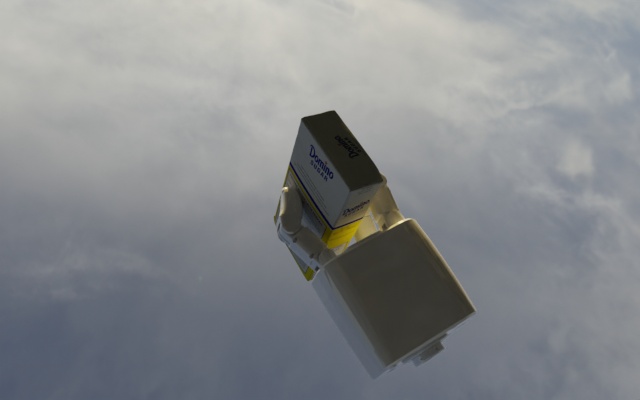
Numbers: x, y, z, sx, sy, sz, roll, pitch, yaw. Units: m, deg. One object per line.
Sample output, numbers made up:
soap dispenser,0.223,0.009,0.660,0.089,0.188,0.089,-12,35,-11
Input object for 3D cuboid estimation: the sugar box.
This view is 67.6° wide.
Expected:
sugar box,0.001,0.002,0.500,0.048,0.093,0.176,-18,-28,-29
